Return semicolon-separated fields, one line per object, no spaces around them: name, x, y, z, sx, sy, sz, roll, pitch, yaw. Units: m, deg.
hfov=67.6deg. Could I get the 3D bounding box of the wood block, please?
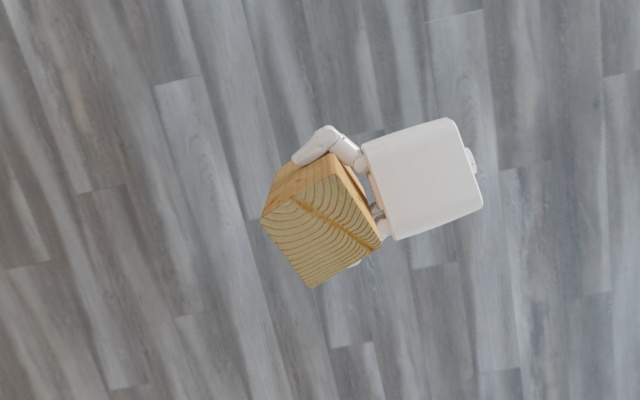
wood block;0.000;0.001;0.556;0.090;0.091;0.206;-32;14;8
